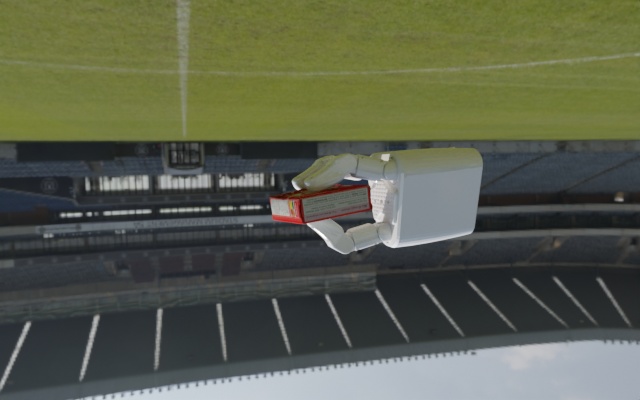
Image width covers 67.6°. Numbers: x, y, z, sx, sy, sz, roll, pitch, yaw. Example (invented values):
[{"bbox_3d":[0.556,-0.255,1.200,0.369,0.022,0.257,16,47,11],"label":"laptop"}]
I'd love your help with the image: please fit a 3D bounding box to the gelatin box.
[{"bbox_3d":[0.000,0.002,0.520,0.089,0.030,0.073,-12,8,-29],"label":"gelatin box"}]
